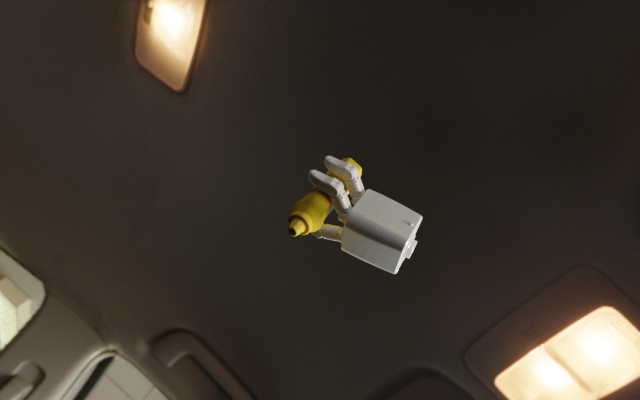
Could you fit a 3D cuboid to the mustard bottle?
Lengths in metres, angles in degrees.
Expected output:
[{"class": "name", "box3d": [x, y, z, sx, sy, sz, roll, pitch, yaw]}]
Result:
[{"class": "mustard bottle", "box3d": [0.000, 0.002, 0.828, 0.096, 0.058, 0.191, -46, 1, 43]}]
